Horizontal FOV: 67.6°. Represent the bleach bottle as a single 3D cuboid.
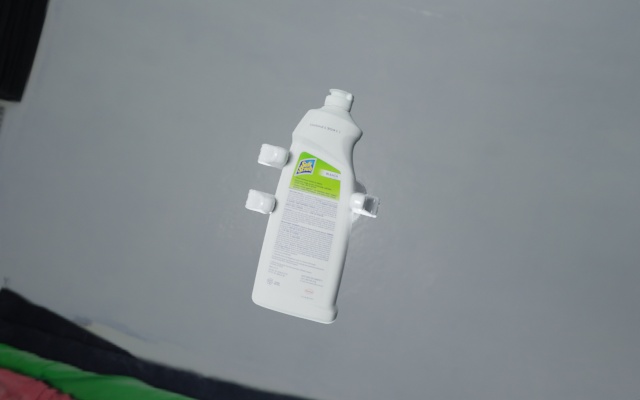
[{"bbox_3d":[0.000,0.002,0.541,0.102,0.251,0.068,15,0,0],"label":"bleach bottle"}]
